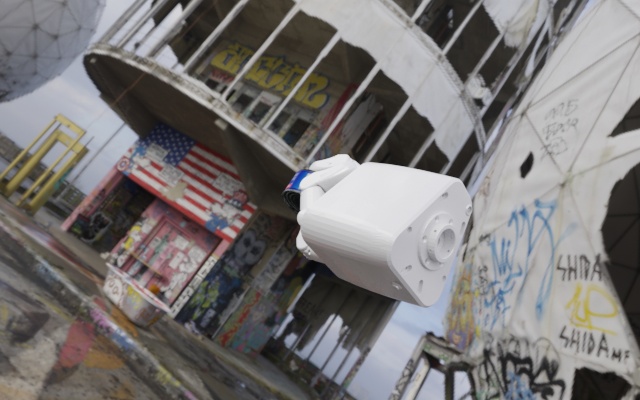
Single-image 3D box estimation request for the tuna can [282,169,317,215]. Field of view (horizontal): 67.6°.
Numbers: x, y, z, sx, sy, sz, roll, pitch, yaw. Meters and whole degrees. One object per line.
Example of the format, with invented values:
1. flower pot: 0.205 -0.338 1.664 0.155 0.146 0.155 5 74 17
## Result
1. tuna can: 0.000 0.001 0.554 0.086 0.033 0.086 28 -19 11
